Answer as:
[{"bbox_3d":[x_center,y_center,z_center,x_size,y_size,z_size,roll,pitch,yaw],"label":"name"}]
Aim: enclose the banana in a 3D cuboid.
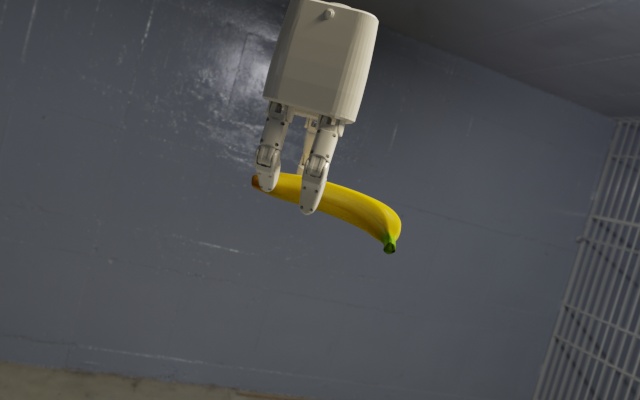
[{"bbox_3d":[0.013,0.003,0.526,0.197,0.037,0.069,23,14,32],"label":"banana"}]
